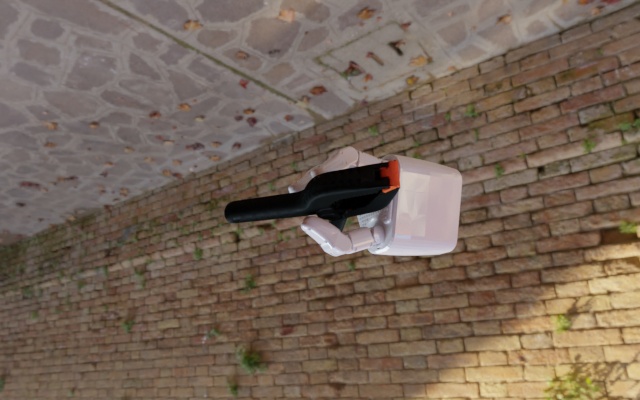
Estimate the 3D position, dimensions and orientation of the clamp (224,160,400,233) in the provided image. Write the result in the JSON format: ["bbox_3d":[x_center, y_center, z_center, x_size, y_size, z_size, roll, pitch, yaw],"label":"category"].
[{"bbox_3d":[0.001,0.002,0.520,0.164,0.036,0.210,7,-20,-29],"label":"clamp"}]
